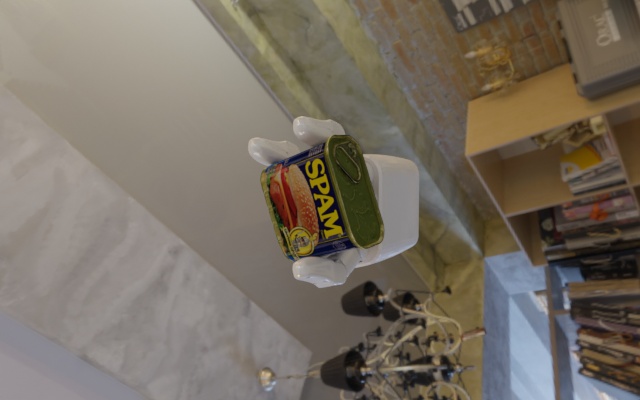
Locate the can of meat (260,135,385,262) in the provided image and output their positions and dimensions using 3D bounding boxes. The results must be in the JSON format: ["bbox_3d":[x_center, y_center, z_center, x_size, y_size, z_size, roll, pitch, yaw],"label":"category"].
[{"bbox_3d":[0.000,0.002,0.438,0.084,0.102,0.057,-18,-3,35],"label":"can of meat"}]
